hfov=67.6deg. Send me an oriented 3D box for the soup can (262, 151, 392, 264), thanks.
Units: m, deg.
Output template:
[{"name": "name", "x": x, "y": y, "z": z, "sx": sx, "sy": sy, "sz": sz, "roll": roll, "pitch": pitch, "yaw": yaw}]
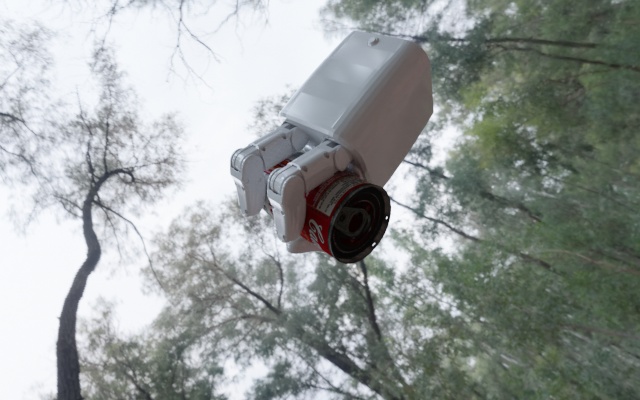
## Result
[{"name": "soup can", "x": 0.000, "y": 0.002, "z": 0.409, "sx": 0.068, "sy": 0.068, "sz": 0.102, "roll": 0, "pitch": 21, "yaw": -45}]
